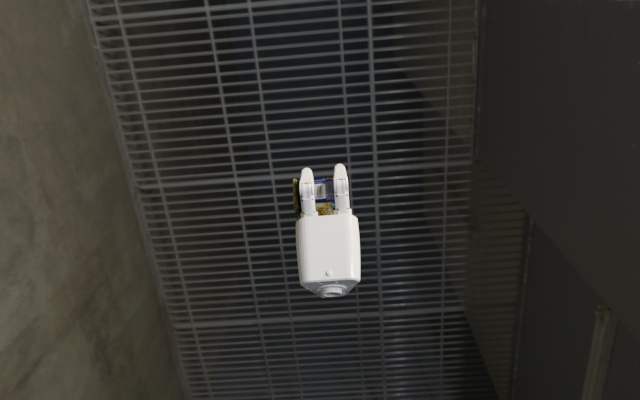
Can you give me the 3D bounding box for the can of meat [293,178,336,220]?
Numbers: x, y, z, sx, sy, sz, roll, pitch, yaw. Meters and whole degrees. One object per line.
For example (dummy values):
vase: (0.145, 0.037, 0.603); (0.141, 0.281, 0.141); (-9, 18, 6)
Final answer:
can of meat: (0.000, 0.003, 0.819); (0.084, 0.057, 0.102); (-4, -27, 2)
